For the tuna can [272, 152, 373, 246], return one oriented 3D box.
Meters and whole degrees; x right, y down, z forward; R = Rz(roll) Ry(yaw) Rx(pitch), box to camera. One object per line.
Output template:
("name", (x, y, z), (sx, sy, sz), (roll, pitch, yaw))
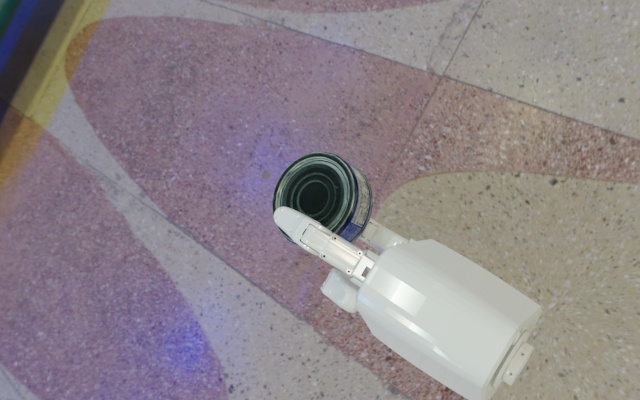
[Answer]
("tuna can", (0.000, 0.001, 0.420), (0.086, 0.086, 0.034), (0, -14, 31))
